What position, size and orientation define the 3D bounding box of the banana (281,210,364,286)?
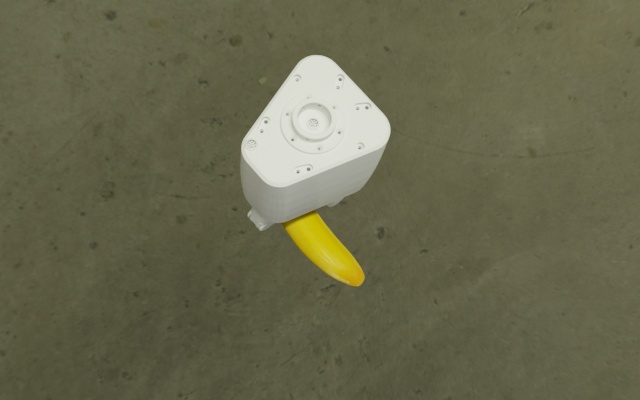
[{"bbox_3d":[-0.017,0.003,0.496,0.069,0.197,0.037,-15,-16,-28],"label":"banana"}]
